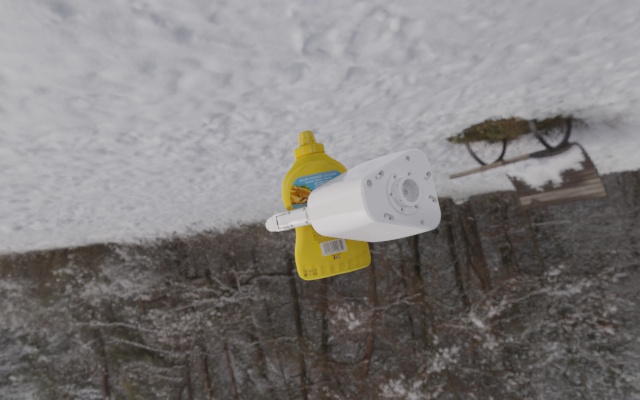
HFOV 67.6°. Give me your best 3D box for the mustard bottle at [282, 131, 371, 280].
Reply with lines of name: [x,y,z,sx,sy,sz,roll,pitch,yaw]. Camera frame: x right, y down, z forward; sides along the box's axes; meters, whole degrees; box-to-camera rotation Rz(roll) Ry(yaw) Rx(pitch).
mustard bottle: [0.000,0.002,0.631,0.096,0.191,0.058,-12,-3,-8]
